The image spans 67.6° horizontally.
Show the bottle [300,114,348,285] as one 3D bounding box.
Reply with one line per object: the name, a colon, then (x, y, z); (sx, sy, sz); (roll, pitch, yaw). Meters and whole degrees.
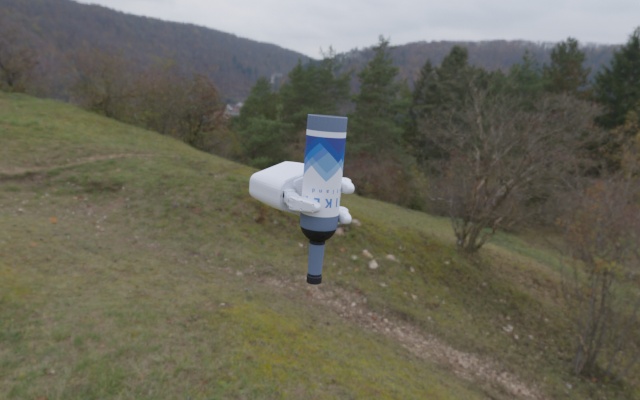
bottle: (0.000, 0.002, 0.825); (0.069, 0.296, 0.069); (5, 12, -1)
